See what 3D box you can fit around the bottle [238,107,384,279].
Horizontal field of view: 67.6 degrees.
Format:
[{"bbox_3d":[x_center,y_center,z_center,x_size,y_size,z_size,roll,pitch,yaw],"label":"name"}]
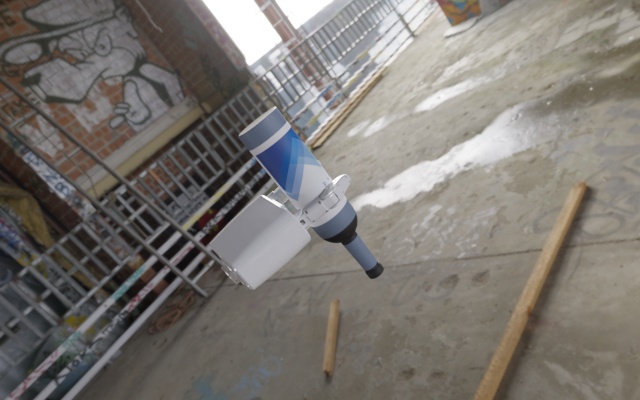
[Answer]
[{"bbox_3d":[0.000,0.002,0.697,0.069,0.296,0.069,-34,18,13],"label":"bottle"}]
